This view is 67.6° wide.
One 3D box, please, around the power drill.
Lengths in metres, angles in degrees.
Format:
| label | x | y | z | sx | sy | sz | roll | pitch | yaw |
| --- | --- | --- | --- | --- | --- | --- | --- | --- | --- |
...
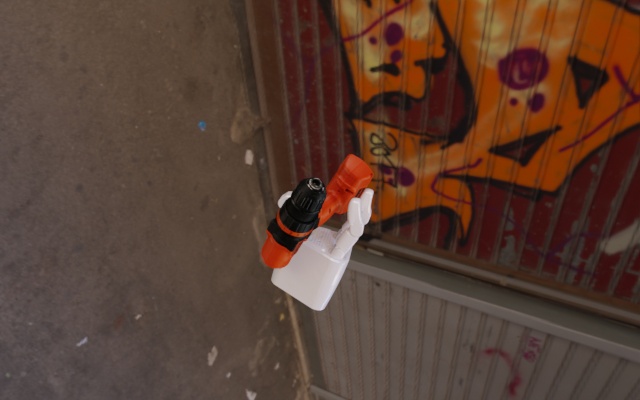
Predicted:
| label | x | y | z | sx | sy | sz | roll | pitch | yaw |
| --- | --- | --- | --- | --- | --- | --- | --- | --- | --- |
| power drill | 0.000 | 0.002 | 0.700 | 0.187 | 0.057 | 0.184 | -36 | -14 | -43 |
